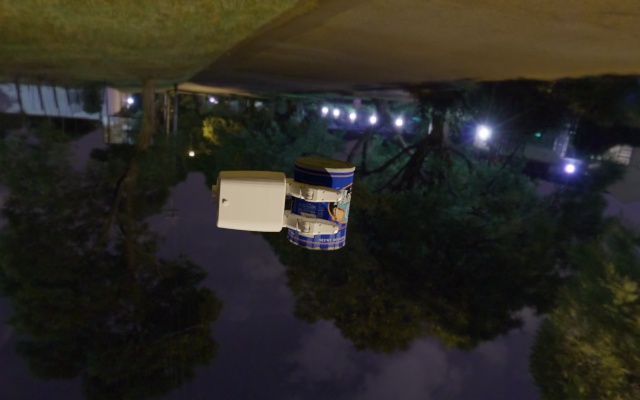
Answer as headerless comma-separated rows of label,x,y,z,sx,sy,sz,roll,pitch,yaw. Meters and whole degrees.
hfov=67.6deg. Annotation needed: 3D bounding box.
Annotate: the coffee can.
coffee can,0.000,0.003,0.826,0.103,0.140,0.102,6,13,-1
